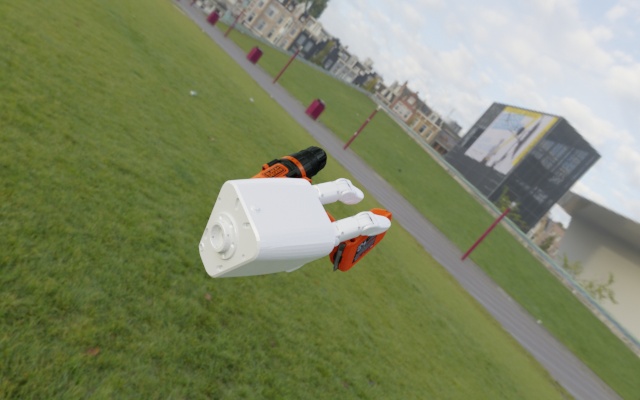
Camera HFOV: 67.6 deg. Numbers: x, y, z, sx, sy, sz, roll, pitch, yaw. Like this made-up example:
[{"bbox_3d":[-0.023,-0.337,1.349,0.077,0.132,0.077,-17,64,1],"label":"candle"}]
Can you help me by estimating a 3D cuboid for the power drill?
[{"bbox_3d":[0.000,0.002,0.658,0.187,0.057,0.184,32,45,23],"label":"power drill"}]
